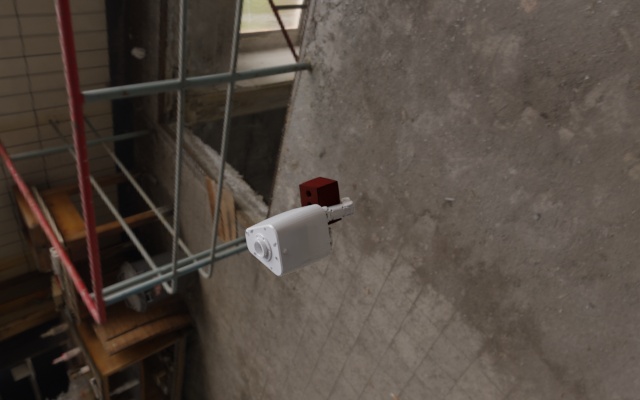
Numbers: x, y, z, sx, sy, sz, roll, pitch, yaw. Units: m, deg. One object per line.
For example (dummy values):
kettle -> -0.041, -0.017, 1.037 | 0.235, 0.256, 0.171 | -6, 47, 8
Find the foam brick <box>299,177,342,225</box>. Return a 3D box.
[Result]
foam brick -> 0.000, 0.003, 0.867 | 0.051, 0.078, 0.053 | -19, 21, -36
